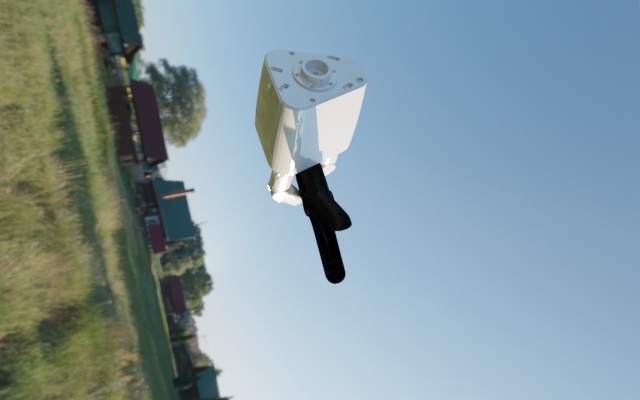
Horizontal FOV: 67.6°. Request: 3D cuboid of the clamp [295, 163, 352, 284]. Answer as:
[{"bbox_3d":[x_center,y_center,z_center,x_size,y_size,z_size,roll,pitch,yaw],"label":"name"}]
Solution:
[{"bbox_3d":[0.001,0.002,0.569,0.039,0.171,0.120,-11,-30,-18],"label":"clamp"}]
